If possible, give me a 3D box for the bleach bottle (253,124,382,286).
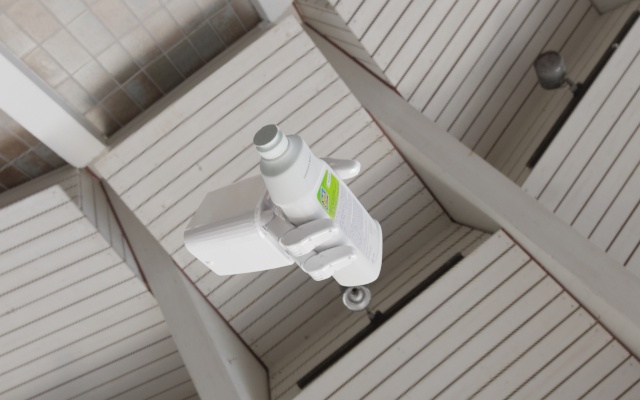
[{"bbox_3d":[0.000,0.002,0.555,0.068,0.102,0.251,-13,-41,22],"label":"bleach bottle"}]
